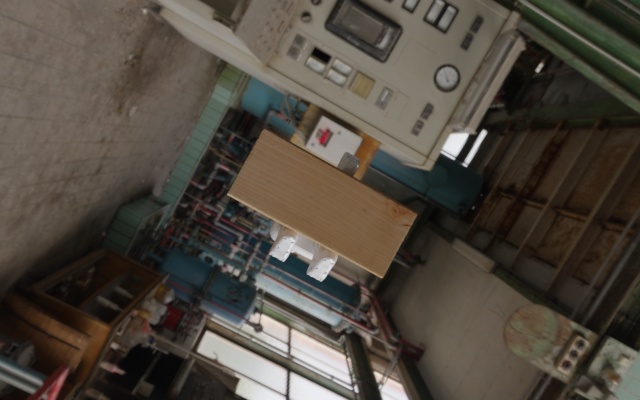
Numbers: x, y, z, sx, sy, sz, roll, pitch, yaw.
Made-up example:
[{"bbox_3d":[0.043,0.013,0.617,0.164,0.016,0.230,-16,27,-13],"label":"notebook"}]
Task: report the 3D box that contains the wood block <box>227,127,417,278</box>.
[{"bbox_3d":[0.000,0.002,0.593,0.206,0.091,0.090,29,0,-6],"label":"wood block"}]
